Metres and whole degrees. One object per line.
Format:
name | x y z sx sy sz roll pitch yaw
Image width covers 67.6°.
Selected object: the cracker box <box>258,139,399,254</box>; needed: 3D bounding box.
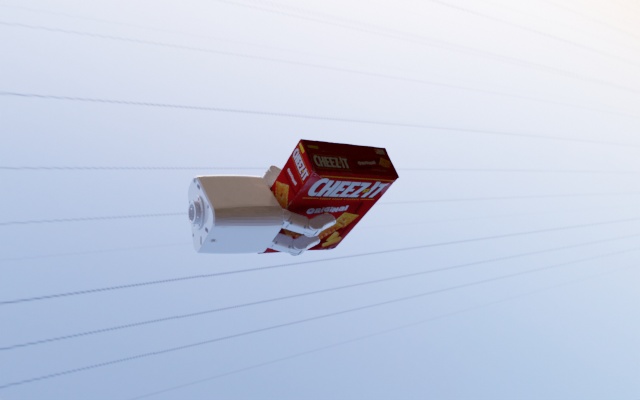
cracker box | 0.000 0.002 0.775 0.164 0.072 0.214 1 -37 -34
